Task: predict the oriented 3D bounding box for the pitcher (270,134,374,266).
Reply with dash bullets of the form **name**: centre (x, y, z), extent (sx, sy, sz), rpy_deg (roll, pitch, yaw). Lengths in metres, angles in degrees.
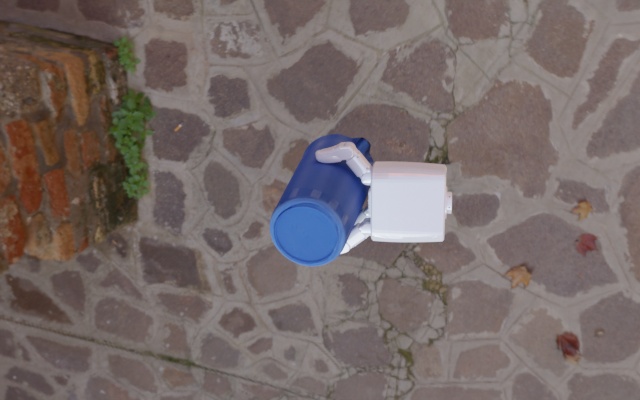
- **pitcher**: centre (0.000, 0.002, 0.747), extent (0.145, 0.149, 0.242), rpy_deg (1, 26, 13)
